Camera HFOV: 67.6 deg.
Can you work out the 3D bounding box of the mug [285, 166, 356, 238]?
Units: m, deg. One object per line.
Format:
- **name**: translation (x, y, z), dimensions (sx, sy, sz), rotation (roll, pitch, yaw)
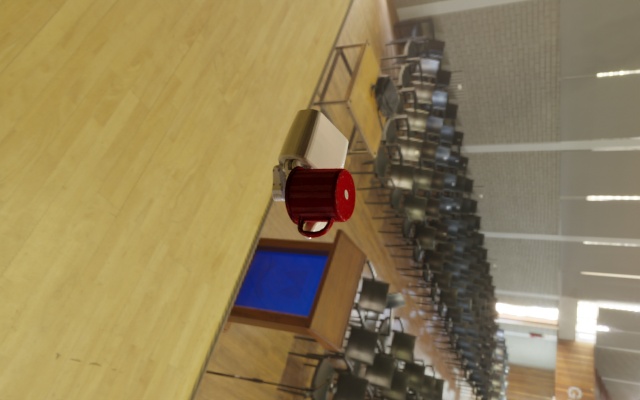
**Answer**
- **mug**: translation (0.000, 0.004, 0.724), dimensions (0.081, 0.117, 0.093), rotation (0, -33, 26)
